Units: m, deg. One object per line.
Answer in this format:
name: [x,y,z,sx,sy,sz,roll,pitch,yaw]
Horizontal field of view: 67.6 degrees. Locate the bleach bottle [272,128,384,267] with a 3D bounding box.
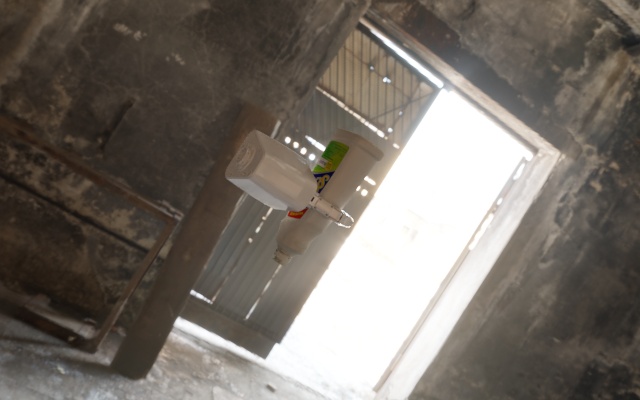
bleach bottle: [0.000,0.003,0.809,0.068,0.251,0.102,32,1,-33]
